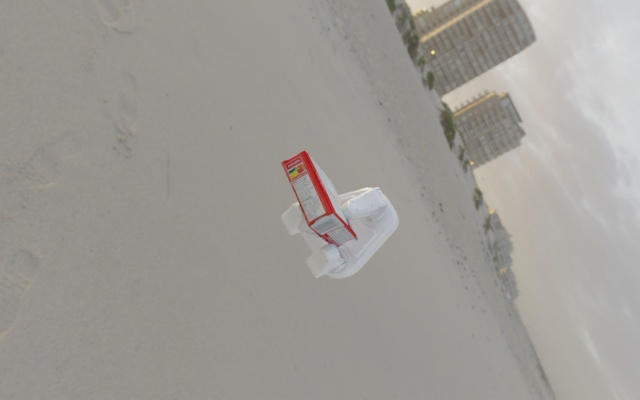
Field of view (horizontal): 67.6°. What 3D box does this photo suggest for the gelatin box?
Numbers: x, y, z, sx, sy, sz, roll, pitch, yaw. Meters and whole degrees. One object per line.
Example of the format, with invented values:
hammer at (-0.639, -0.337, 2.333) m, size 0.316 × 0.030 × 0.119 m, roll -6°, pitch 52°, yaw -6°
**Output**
gelatin box at (0.000, 0.001, 0.476) m, size 0.030 × 0.073 × 0.089 m, roll -28°, pitch -25°, yaw 8°
